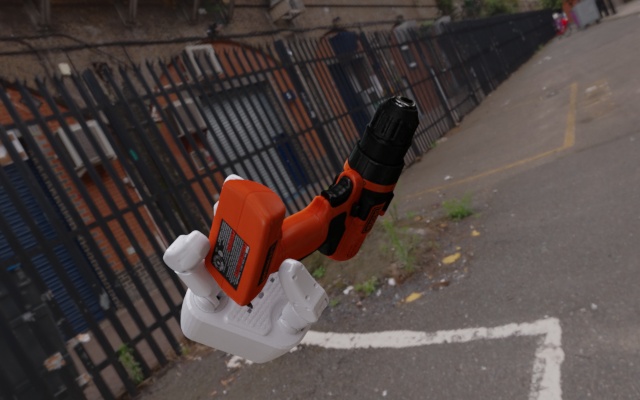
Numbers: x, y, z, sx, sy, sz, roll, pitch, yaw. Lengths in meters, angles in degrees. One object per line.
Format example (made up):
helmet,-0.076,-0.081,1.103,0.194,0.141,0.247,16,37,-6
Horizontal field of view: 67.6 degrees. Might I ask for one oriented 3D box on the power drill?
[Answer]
power drill,0.000,0.002,0.411,0.187,0.184,0.057,-19,50,-44
